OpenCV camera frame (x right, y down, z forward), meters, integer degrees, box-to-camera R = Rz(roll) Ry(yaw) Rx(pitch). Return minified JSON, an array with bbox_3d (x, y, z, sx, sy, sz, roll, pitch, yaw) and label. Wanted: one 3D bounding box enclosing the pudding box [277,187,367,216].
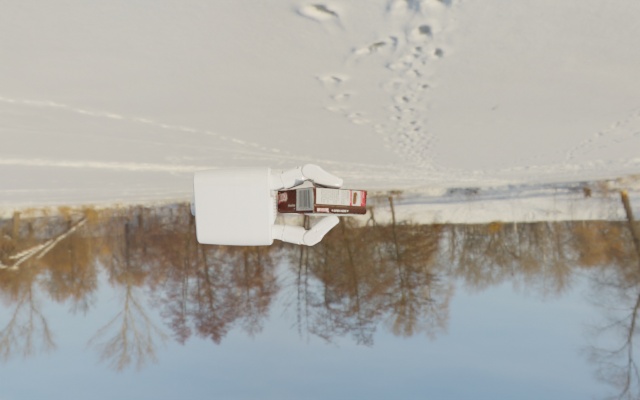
[{"bbox_3d":[0.000,0.002,0.695,0.090,0.039,0.113,2,-1,-30],"label":"pudding box"}]
